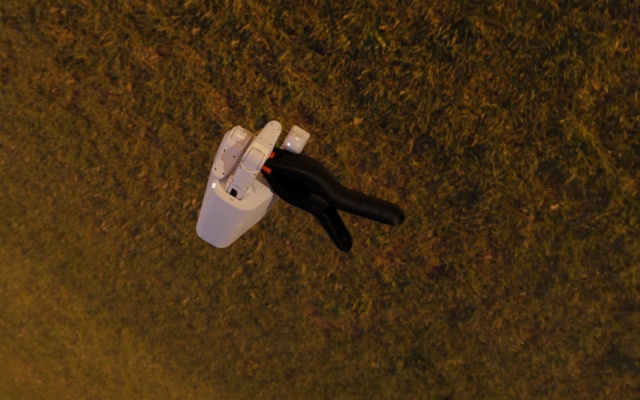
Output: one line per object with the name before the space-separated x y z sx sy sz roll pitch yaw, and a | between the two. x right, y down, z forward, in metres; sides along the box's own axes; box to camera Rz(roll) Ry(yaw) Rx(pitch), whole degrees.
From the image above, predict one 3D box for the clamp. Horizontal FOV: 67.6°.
clamp | 0.000 0.002 0.557 0.171 0.039 0.120 32 -41 -5
